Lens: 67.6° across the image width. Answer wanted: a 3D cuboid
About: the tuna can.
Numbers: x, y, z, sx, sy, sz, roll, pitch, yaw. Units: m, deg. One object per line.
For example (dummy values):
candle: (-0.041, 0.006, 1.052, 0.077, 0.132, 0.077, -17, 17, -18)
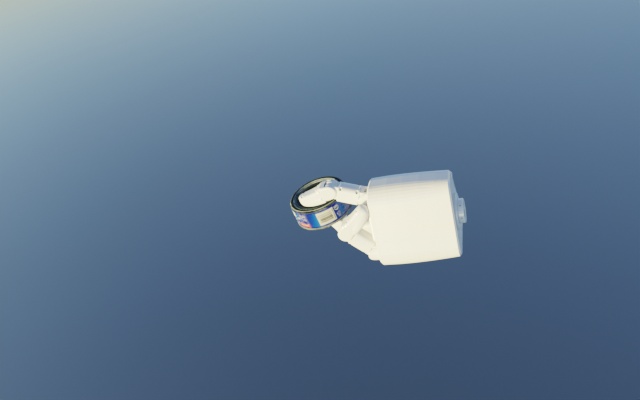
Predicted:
tuna can: (0.000, 0.002, 0.693, 0.086, 0.034, 0.086, -18, 33, 12)
